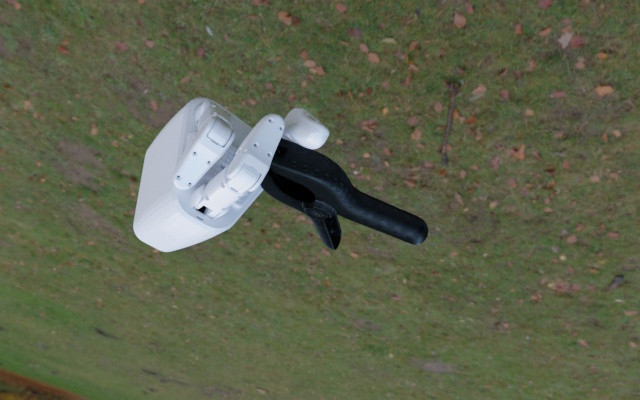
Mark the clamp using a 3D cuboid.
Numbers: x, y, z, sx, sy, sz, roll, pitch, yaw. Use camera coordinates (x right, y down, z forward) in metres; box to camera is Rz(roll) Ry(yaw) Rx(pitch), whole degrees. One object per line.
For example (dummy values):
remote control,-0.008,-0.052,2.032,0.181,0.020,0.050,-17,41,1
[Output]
clamp,0.000,0.002,0.428,0.171,0.039,0.120,34,-36,-26
